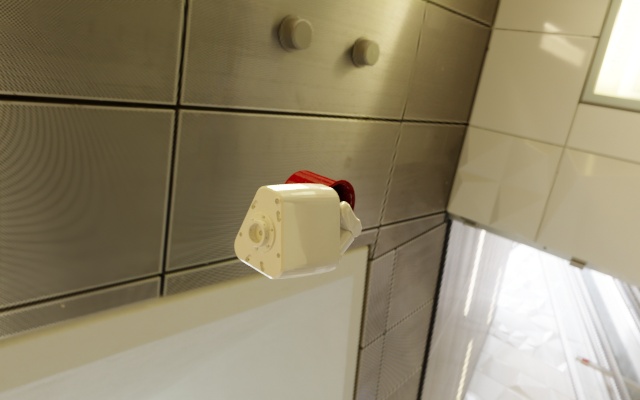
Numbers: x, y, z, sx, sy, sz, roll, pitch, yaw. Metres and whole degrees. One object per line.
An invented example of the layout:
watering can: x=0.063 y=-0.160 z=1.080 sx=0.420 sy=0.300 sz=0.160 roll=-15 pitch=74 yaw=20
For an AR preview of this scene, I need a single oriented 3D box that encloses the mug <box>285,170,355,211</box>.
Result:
mug: x=0.001 y=0.002 z=0.731 sx=0.081 sy=0.093 sz=0.117 roll=22 pitch=15 yaw=37
